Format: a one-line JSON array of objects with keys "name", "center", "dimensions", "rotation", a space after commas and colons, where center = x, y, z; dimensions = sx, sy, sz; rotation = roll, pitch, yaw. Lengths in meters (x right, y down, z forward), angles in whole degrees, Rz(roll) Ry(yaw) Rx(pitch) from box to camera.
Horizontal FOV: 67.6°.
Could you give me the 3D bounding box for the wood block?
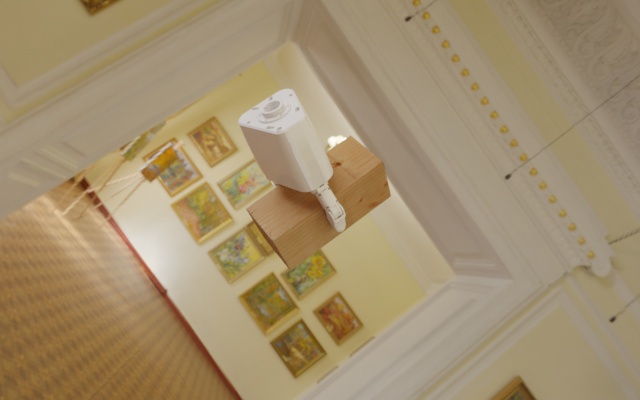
[{"name": "wood block", "center": [0.000, 0.002, 0.761], "dimensions": [0.206, 0.090, 0.090], "rotation": [-36, 51, -11]}]
